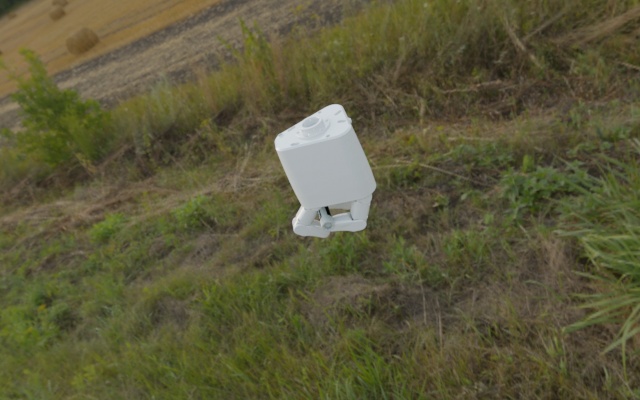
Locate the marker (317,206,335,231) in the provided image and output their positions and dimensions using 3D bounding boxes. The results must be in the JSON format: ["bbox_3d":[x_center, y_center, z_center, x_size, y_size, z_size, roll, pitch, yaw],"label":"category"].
[{"bbox_3d":[0.000,0.002,0.718,0.020,0.020,0.121,0,34,-12],"label":"marker"}]
